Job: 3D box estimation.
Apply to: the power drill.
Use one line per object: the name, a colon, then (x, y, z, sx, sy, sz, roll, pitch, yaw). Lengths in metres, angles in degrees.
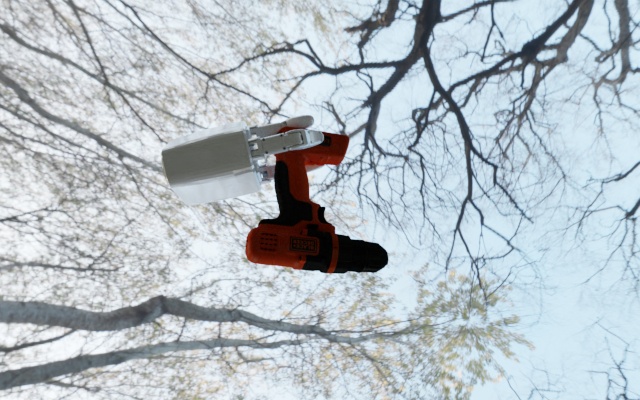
power drill: (0.000, 0.002, 0.625, 0.184, 0.187, 0.057, 8, -24, -15)
